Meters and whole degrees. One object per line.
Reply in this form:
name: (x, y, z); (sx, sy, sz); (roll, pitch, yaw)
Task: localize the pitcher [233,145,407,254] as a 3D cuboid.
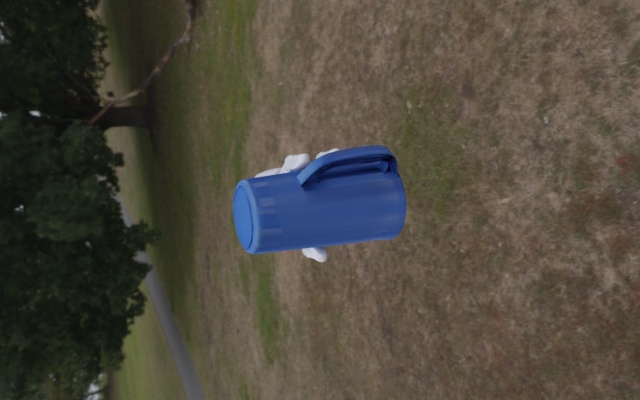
pitcher: (0.000, 0.002, 0.718); (0.243, 0.149, 0.145); (-7, 3, -25)
